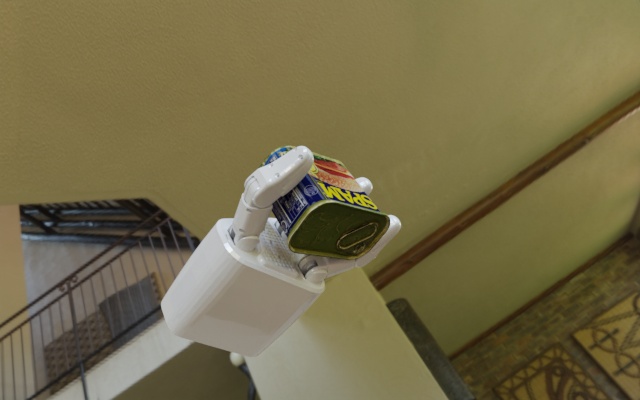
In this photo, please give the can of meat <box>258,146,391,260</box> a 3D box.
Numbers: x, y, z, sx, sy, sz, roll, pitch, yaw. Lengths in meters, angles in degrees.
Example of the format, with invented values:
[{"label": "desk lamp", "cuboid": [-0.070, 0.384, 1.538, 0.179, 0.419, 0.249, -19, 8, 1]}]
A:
[{"label": "can of meat", "cuboid": [0.000, 0.001, 0.428, 0.102, 0.057, 0.084, 14, 32, -44]}]
